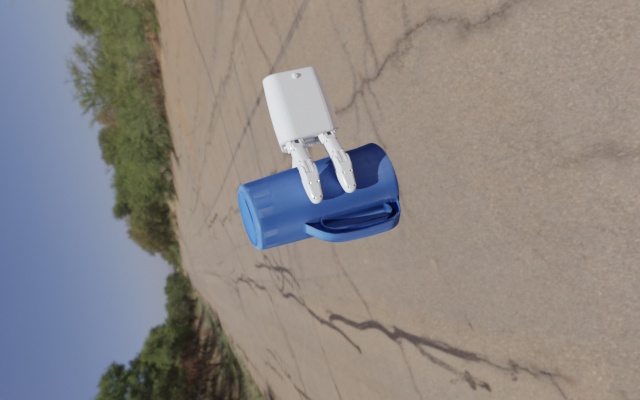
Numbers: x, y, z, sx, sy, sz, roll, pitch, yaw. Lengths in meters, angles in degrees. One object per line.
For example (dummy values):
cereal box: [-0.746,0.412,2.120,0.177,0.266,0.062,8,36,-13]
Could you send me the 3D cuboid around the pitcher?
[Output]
pitcher: [0.000,0.002,0.770,0.243,0.145,0.149,-17,-1,-18]
